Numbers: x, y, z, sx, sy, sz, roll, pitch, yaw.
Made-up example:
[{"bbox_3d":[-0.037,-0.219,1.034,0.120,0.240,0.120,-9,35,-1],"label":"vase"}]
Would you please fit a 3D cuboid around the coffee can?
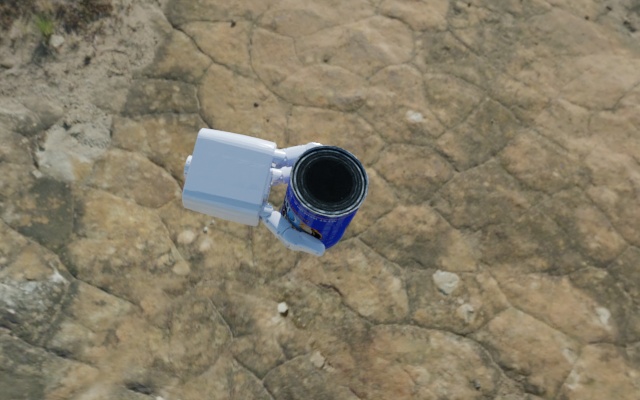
[{"bbox_3d":[0.000,0.002,0.668,0.103,0.102,0.140,0,-24,-11],"label":"coffee can"}]
